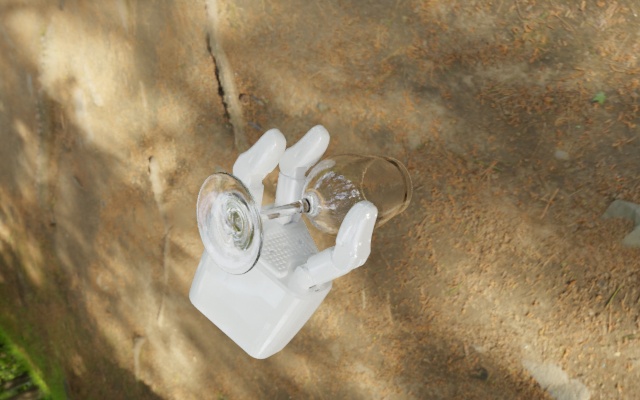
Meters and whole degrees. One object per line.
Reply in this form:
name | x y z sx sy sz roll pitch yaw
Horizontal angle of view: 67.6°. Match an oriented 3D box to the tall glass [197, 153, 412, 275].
tall glass | 0.000 0.001 0.409 0.079 0.079 0.201 0 9 43
